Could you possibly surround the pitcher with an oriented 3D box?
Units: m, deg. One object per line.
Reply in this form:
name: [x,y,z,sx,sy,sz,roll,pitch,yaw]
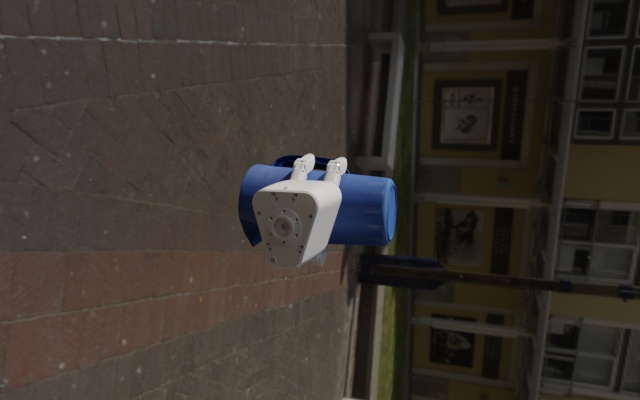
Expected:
pitcher: [0.000,0.003,0.792,0.243,0.149,0.145,4,7,17]
